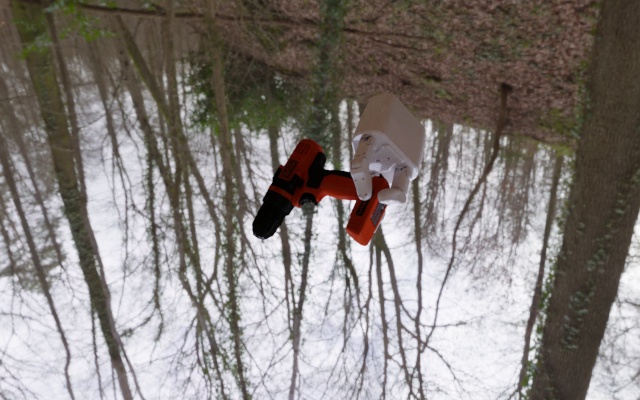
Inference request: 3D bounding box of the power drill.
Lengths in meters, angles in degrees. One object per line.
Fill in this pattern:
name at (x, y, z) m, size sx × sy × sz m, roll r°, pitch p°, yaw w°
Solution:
power drill at (0.001, 0.002, 0.740) m, size 0.187 × 0.184 × 0.057 m, roll 21°, pitch -15°, yaw 27°
